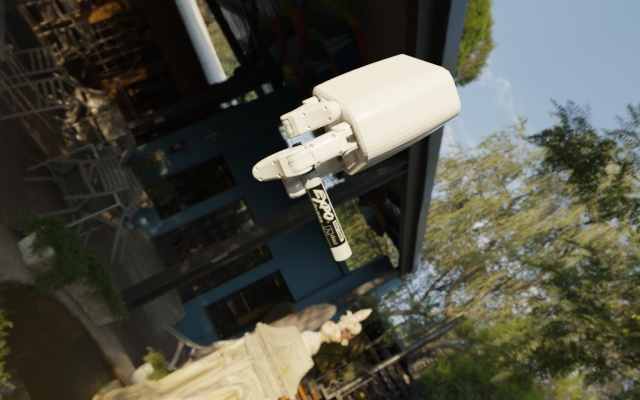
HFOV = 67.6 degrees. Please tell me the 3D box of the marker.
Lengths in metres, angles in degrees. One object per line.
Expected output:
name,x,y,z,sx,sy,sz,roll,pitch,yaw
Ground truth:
marker,0.000,0.002,0.453,0.020,0.121,0.020,-21,16,6
